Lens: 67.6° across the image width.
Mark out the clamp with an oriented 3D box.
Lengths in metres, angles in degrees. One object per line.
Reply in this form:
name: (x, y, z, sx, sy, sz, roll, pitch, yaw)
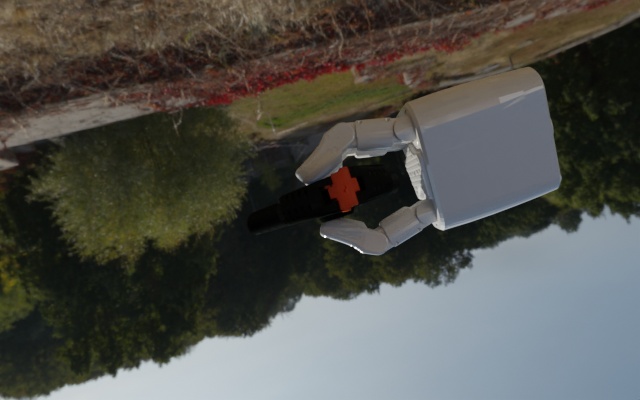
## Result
clamp: (0.001, 0.002, 0.415, 0.164, 0.036, 0.210, -18, -2, 2)
